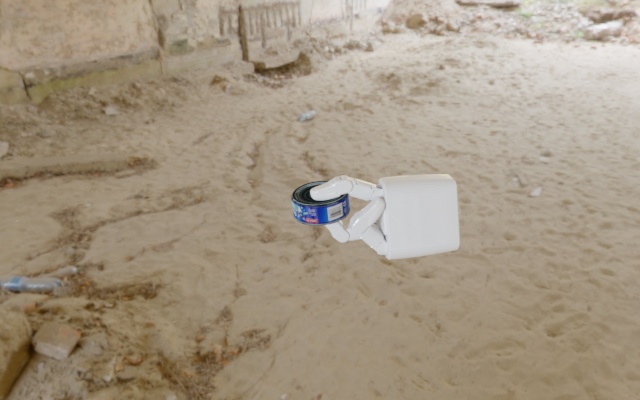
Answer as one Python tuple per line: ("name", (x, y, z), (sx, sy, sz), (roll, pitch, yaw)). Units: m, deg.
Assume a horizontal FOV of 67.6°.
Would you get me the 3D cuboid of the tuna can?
("tuna can", (0.000, 0.002, 0.708), (0.086, 0.034, 0.086), (-5, 26, 3))
